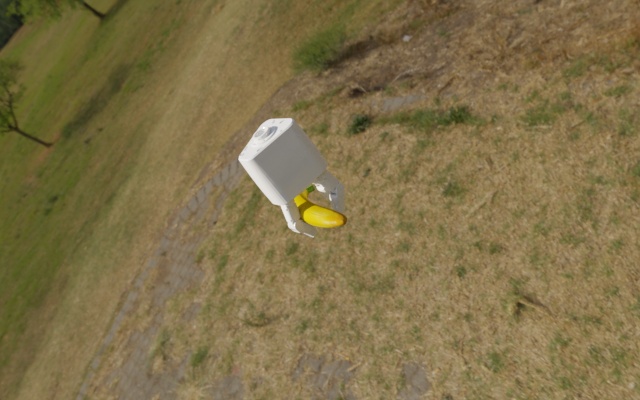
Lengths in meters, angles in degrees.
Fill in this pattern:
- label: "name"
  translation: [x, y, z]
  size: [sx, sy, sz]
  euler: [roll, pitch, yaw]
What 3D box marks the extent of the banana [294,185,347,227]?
- label: "banana"
  translation: [-0.017, 0.010, 0.869]
  size: [0.069, 0.037, 0.197]
  euler: [-27, 26, -9]
